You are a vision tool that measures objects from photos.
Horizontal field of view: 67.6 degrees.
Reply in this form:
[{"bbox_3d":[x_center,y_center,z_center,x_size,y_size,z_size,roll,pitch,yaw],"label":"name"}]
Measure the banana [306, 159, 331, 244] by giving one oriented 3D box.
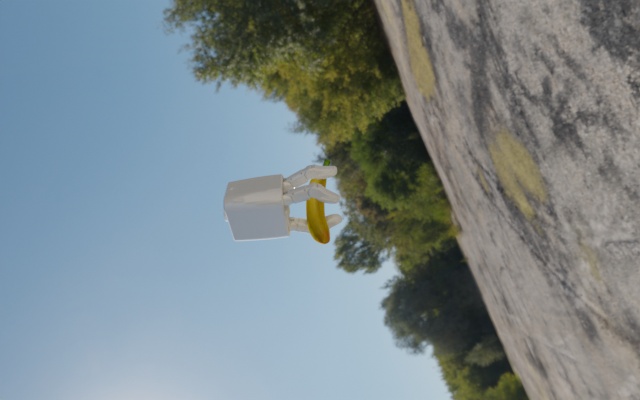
[{"bbox_3d":[-0.005,0.012,0.889,0.037,0.197,0.070,10,-41,-12],"label":"banana"}]
